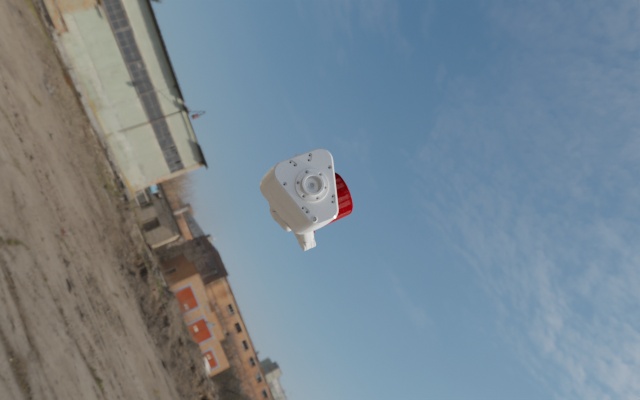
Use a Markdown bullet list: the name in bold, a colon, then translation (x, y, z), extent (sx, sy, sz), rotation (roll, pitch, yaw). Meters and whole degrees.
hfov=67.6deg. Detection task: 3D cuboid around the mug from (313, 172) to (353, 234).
- **mug**: translation (0.000, 0.003, 0.841), extent (0.081, 0.093, 0.117), rotation (-23, -2, -17)
